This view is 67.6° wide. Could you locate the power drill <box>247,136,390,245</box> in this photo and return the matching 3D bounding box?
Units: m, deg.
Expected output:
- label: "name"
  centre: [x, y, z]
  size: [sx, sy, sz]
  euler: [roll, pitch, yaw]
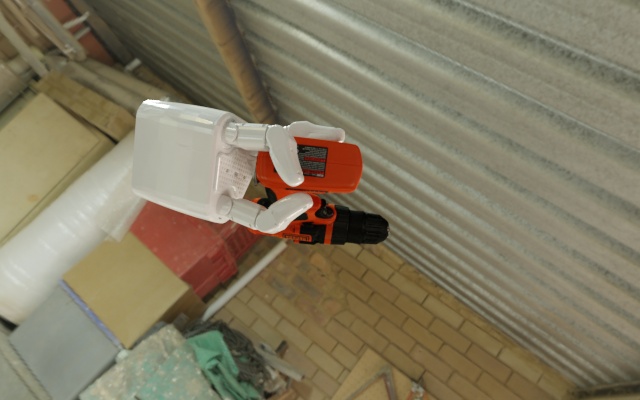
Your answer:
- label: "power drill"
  centre: [0.000, 0.002, 0.549]
  size: [0.184, 0.057, 0.188]
  euler: [5, -26, -1]
